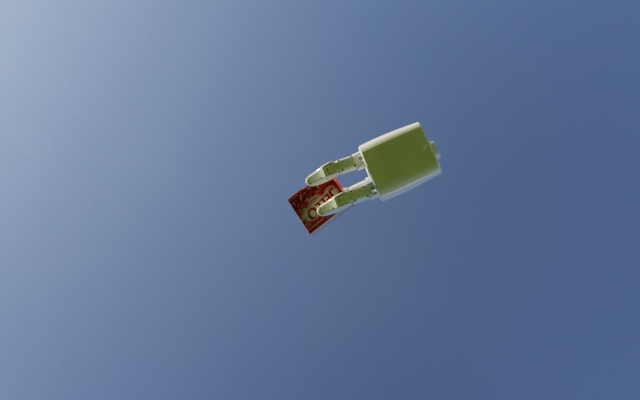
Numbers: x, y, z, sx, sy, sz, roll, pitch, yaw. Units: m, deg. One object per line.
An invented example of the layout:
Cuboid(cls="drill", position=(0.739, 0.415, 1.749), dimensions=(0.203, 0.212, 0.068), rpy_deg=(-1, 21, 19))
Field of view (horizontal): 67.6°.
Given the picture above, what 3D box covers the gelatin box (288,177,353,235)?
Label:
Cuboid(cls="gelatin box", position=(0.000, 0.003, 0.805), dimensions=(0.089, 0.073, 0.030), rpy_deg=(-38, -18, 12))
